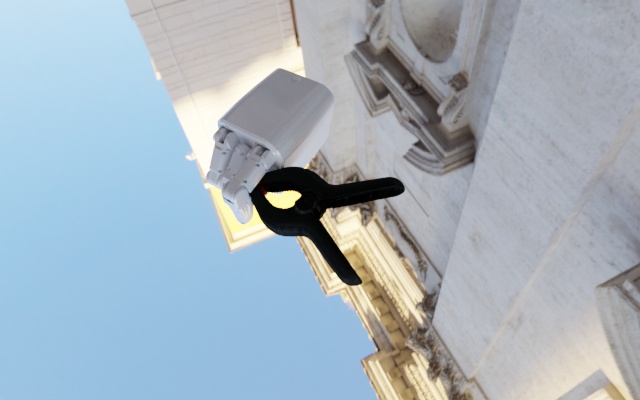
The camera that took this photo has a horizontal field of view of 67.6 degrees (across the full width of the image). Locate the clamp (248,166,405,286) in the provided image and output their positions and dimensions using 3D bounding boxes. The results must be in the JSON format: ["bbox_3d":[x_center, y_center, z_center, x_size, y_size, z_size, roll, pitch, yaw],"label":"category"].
[{"bbox_3d":[0.000,0.002,0.503,0.171,0.120,0.039,29,-22,23],"label":"clamp"}]
